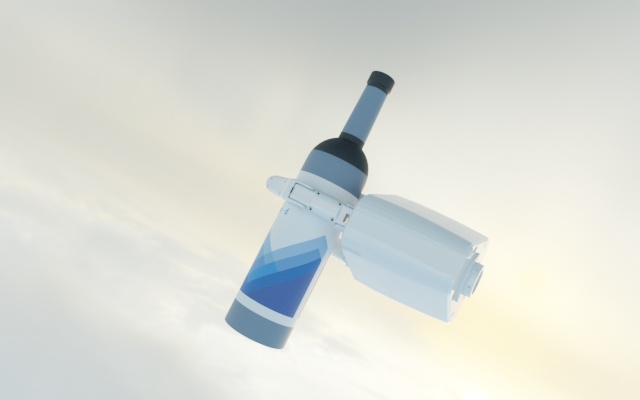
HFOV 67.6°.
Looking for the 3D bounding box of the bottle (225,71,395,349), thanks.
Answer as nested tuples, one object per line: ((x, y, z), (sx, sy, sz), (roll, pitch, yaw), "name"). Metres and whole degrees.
((0.000, 0.002, 0.489), (0.069, 0.295, 0.069), (27, -5, 2), "bottle")
